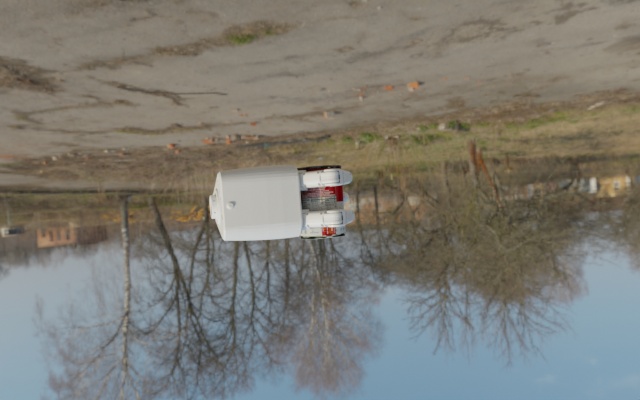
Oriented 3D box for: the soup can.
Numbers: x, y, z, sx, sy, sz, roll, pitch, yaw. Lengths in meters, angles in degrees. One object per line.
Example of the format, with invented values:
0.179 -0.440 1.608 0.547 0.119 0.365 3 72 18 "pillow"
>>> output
0.001 0.003 0.692 0.068 0.102 0.068 -4 0 0 "soup can"
